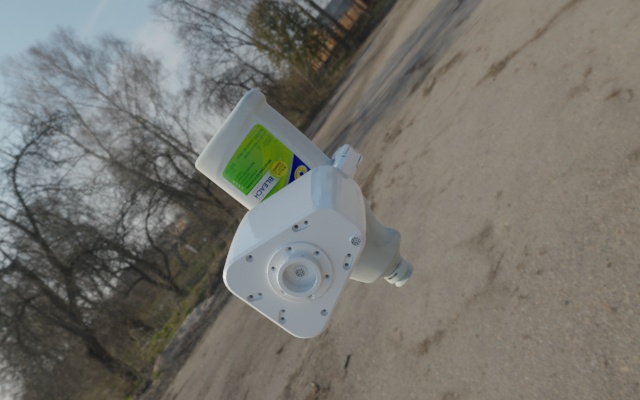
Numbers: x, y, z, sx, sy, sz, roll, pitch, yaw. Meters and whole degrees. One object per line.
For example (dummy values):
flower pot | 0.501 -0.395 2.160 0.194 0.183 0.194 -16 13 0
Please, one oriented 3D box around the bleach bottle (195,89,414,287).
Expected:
bleach bottle | 0.000 0.002 0.501 0.251 0.102 0.068 37 14 -10
